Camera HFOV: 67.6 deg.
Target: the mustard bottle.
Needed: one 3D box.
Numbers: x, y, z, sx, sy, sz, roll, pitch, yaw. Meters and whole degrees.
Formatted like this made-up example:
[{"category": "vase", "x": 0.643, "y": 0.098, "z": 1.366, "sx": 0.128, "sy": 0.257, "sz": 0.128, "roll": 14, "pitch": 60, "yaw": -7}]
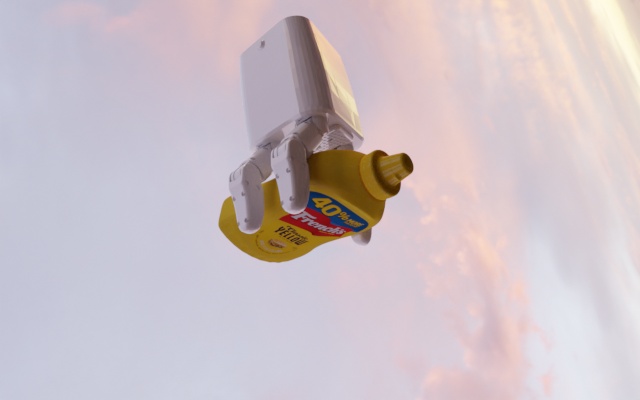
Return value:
[{"category": "mustard bottle", "x": 0.000, "y": 0.002, "z": 0.433, "sx": 0.192, "sy": 0.058, "sz": 0.096, "roll": -25, "pitch": -46, "yaw": 37}]
